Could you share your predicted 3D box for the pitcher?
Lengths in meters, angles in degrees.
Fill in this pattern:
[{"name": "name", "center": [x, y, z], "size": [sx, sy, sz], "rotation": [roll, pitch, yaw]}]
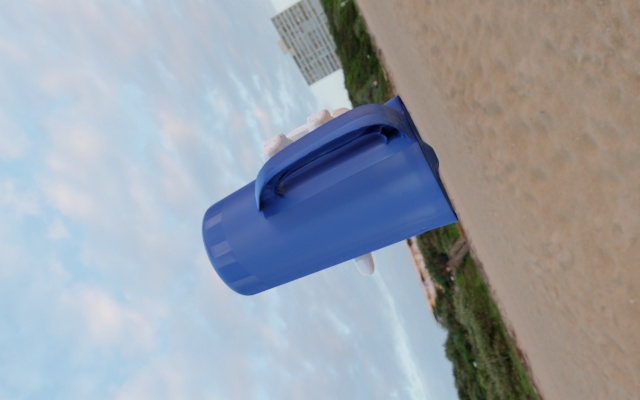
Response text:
[{"name": "pitcher", "center": [0.000, 0.002, 0.480], "size": [0.243, 0.149, 0.145], "rotation": [-26, 15, 15]}]
